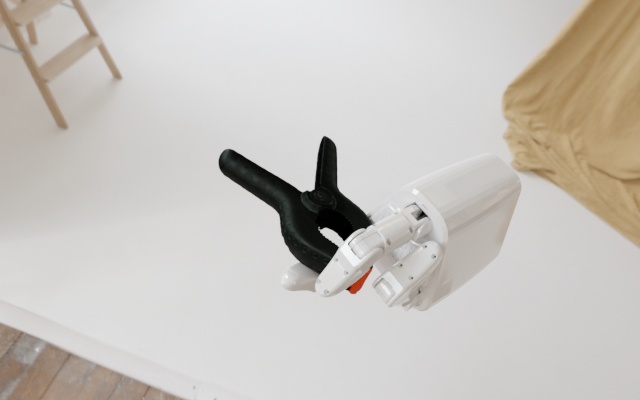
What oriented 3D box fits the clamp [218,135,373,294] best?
[{"bbox_3d":[0.000,0.001,0.422,0.120,0.171,0.039,-24,-29,-30],"label":"clamp"}]
